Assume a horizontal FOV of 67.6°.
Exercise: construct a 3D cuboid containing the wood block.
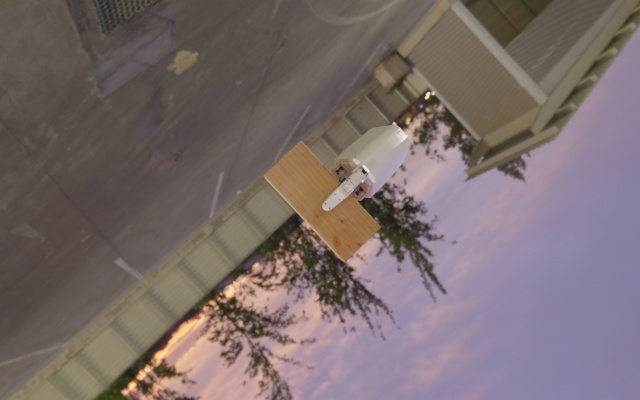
[{"bbox_3d":[0.001,0.003,0.863,0.090,0.206,0.091,-43,2,-5],"label":"wood block"}]
